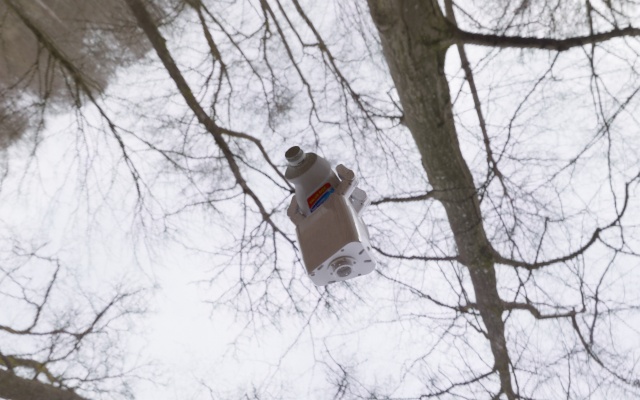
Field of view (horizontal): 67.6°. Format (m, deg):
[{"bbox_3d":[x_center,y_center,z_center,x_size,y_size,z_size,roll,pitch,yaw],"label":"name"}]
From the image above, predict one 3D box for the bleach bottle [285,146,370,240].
[{"bbox_3d":[0.000,0.003,0.855,0.102,0.068,0.251,-27,-48,9],"label":"bleach bottle"}]
